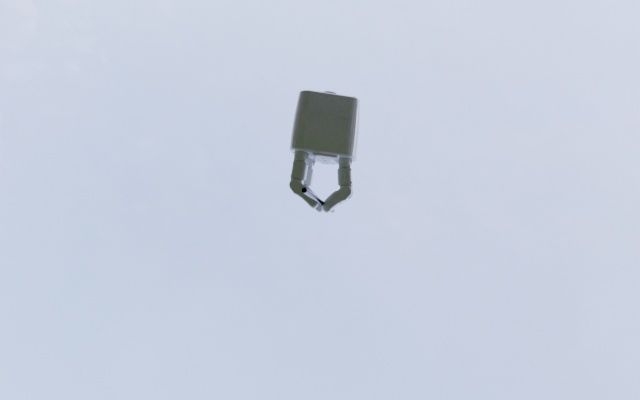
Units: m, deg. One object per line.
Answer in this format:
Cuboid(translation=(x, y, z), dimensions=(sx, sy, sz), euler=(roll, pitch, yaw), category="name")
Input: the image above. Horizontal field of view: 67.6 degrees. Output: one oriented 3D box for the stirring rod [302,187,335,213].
Cuboid(translation=(0.000, 0.003, 0.789), dimensions=(0.011, 0.011, 0.239), euler=(0, -8, 11), category="stirring rod")
